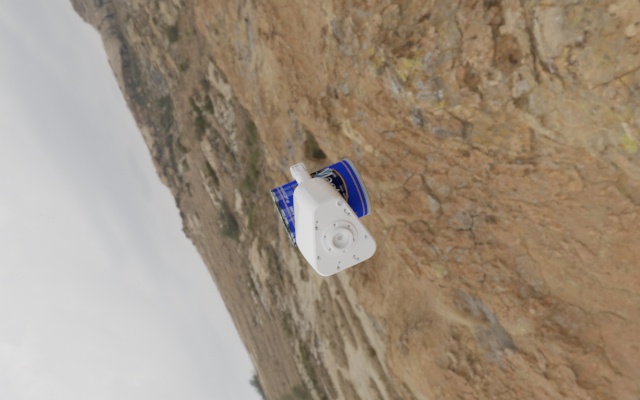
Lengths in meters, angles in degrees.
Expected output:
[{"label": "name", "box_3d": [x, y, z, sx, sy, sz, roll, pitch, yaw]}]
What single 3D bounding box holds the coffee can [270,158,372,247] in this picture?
[{"label": "coffee can", "box_3d": [0.000, 0.002, 0.797, 0.140, 0.103, 0.103, -23, 3, -8]}]
